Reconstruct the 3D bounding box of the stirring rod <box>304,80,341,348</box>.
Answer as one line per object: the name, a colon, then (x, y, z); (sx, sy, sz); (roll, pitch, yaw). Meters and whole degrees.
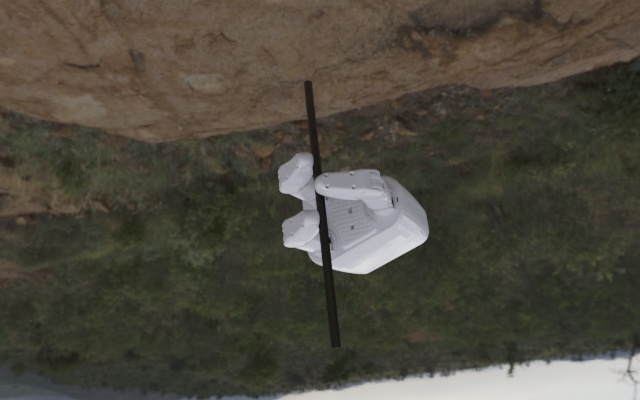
stirring rod: (0.000, 0.001, 0.411); (0.011, 0.239, 0.011); (-5, -20, -2)
